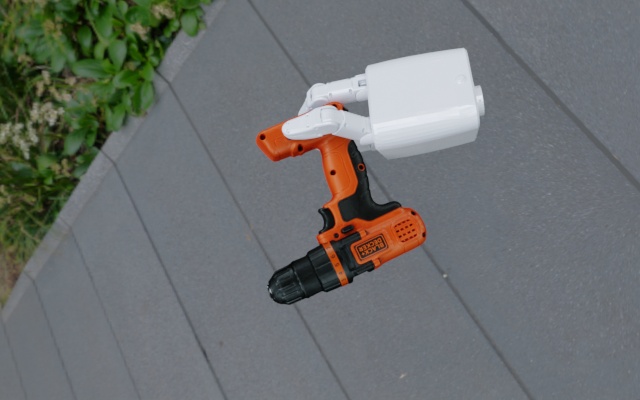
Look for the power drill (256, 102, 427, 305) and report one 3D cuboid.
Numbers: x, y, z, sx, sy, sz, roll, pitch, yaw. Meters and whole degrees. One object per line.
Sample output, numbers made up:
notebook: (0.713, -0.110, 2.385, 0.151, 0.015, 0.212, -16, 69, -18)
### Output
power drill: (0.000, 0.001, 0.525, 0.184, 0.187, 0.057, -24, -3, -6)
